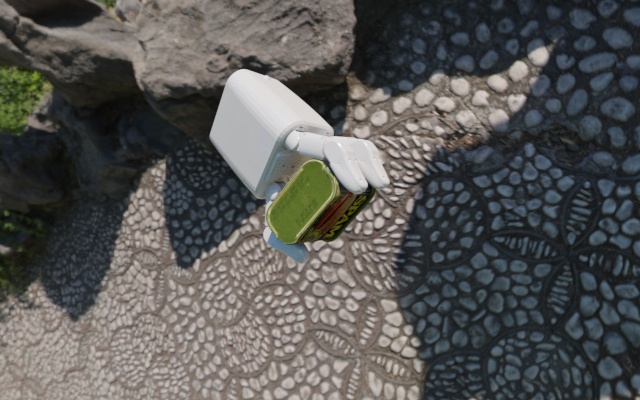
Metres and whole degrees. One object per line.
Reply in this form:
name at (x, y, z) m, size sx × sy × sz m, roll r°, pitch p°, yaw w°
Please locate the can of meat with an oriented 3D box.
can of meat at (0.000, 0.002, 0.525) m, size 0.102 × 0.057 × 0.084 m, roll -50°, pitch -24°, yaw 23°
